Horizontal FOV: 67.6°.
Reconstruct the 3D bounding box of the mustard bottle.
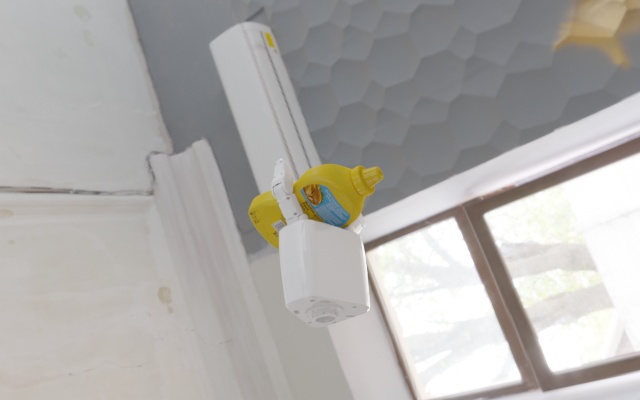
[{"bbox_3d":[0.000,0.002,0.657,0.192,0.096,0.058,-26,28,27],"label":"mustard bottle"}]
